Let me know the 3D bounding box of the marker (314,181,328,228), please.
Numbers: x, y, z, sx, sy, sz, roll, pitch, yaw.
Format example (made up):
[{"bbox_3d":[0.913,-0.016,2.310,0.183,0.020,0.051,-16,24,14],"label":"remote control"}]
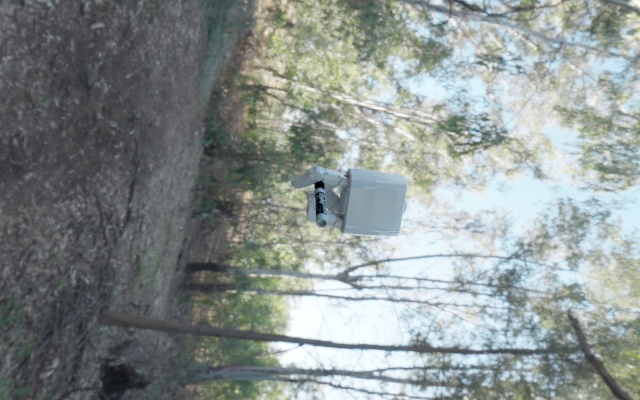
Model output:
[{"bbox_3d":[0.000,0.003,0.797,0.020,0.020,0.121,0,34,-3],"label":"marker"}]
